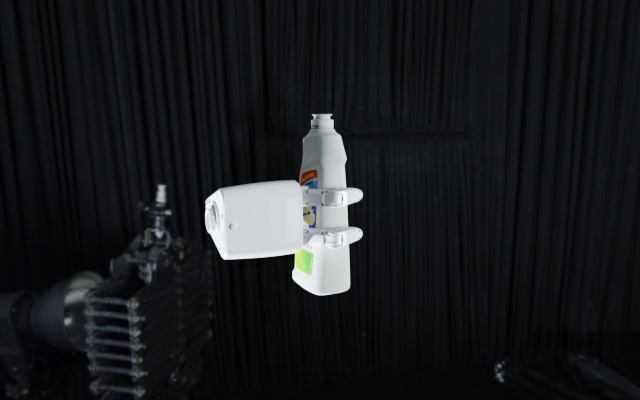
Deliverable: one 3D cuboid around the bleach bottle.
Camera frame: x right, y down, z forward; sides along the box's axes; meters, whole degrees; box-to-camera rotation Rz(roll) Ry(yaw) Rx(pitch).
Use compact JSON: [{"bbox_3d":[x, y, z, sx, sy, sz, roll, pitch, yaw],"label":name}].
[{"bbox_3d":[0.000,0.002,0.694,0.068,0.251,0.102,-5,10,-25],"label":"bleach bottle"}]
